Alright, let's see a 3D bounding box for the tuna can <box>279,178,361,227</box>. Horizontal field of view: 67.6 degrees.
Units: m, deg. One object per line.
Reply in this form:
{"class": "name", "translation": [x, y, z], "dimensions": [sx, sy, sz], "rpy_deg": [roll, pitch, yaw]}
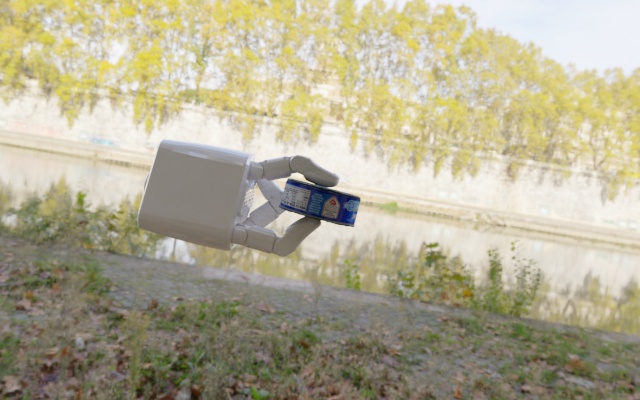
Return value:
{"class": "tuna can", "translation": [0.000, 0.001, 0.522], "dimensions": [0.086, 0.034, 0.086], "rpy_deg": [15, 3, -1]}
